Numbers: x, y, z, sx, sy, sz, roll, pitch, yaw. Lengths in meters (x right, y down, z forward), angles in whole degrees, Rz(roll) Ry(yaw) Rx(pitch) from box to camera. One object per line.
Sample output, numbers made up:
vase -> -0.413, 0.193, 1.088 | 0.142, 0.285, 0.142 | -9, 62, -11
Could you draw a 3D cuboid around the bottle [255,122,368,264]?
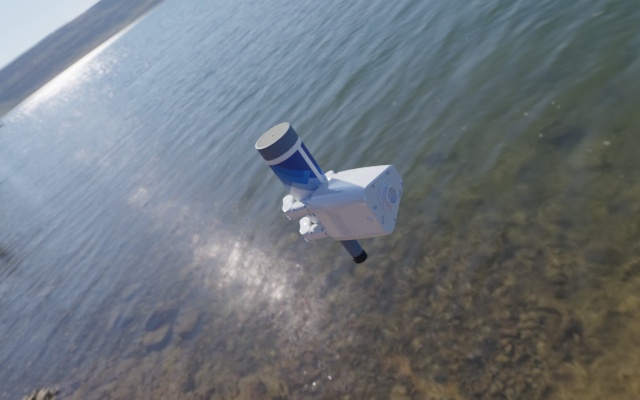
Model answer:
bottle -> 0.000, 0.003, 0.821 | 0.069, 0.296, 0.069 | -27, 29, 16
